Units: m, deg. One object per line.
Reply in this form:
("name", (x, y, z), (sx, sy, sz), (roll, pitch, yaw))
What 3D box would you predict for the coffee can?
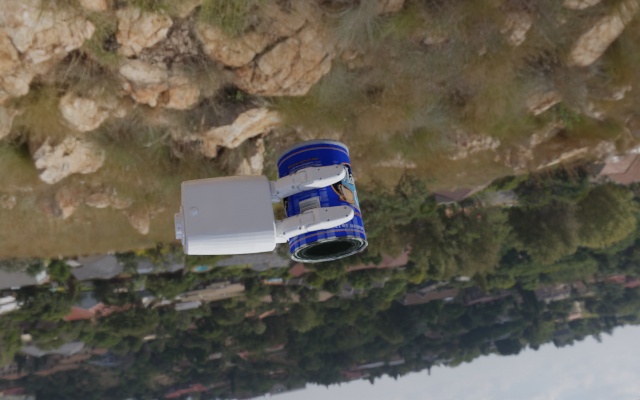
("coffee can", (0.000, 0.002, 0.650), (0.103, 0.140, 0.103), (-9, -21, -3))
